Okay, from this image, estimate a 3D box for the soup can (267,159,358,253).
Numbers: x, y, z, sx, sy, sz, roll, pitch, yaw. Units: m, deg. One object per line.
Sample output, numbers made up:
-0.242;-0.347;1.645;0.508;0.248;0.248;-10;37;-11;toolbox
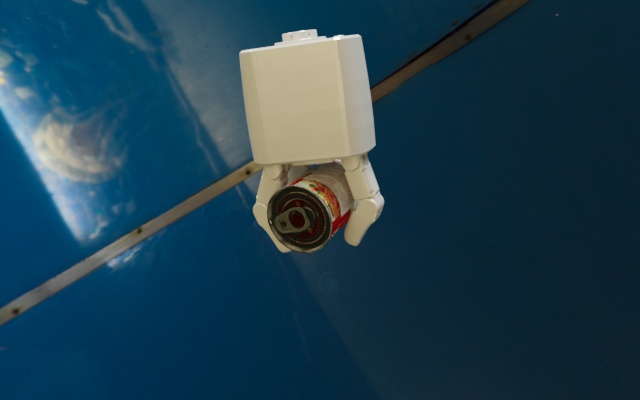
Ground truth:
0.000;0.002;0.486;0.068;0.068;0.102;0;19;26;soup can
